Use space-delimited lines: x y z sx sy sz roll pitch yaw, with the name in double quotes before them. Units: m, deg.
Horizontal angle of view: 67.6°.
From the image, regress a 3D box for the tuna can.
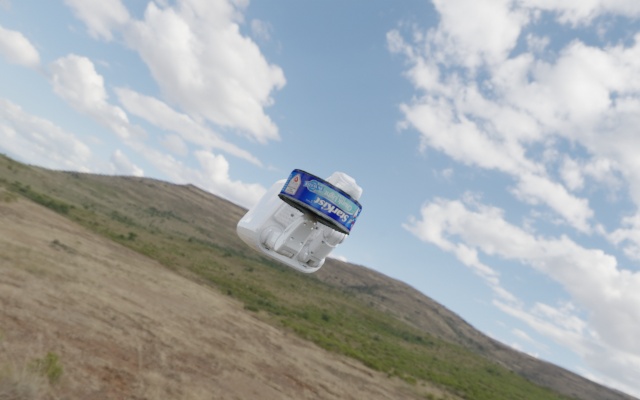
"tuna can" 0.000 0.001 0.501 0.086 0.033 0.086 29 -7 4
